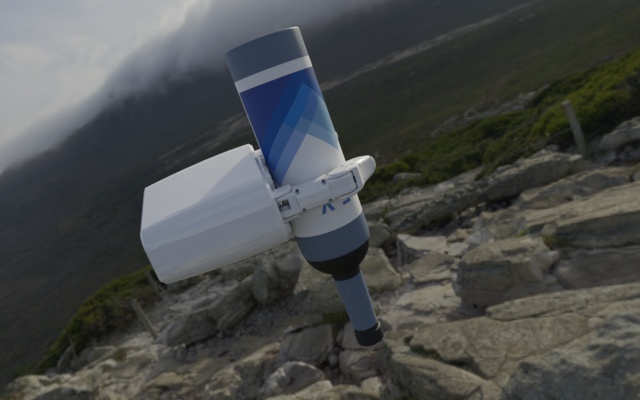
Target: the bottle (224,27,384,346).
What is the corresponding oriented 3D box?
[{"bbox_3d":[0.000,0.001,0.433,0.069,0.296,0.069,-19,14,5],"label":"bottle"}]
